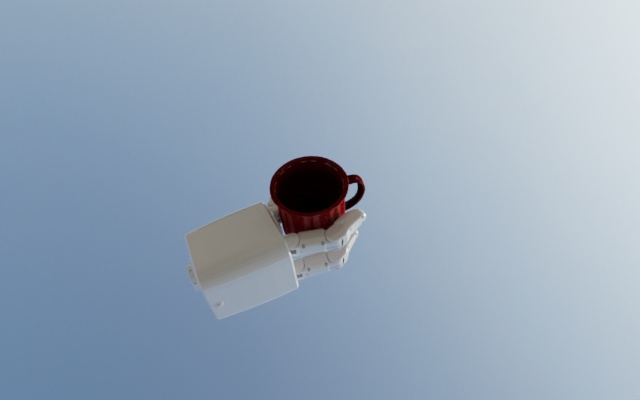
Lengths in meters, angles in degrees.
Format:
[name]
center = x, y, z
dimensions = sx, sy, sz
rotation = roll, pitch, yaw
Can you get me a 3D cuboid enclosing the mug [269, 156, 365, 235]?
[mug]
center = 0.001, 0.001, 0.590
dimensions = 0.117, 0.093, 0.082
rotation = -21, -37, -12
